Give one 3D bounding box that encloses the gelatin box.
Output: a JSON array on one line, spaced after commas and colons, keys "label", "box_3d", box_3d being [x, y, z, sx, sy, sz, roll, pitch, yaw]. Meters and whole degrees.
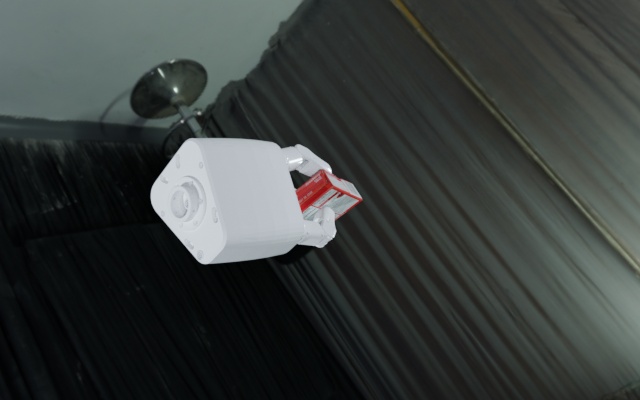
[{"label": "gelatin box", "box_3d": [0.000, 0.002, 0.586, 0.073, 0.030, 0.089, -38, -25, 17]}]
